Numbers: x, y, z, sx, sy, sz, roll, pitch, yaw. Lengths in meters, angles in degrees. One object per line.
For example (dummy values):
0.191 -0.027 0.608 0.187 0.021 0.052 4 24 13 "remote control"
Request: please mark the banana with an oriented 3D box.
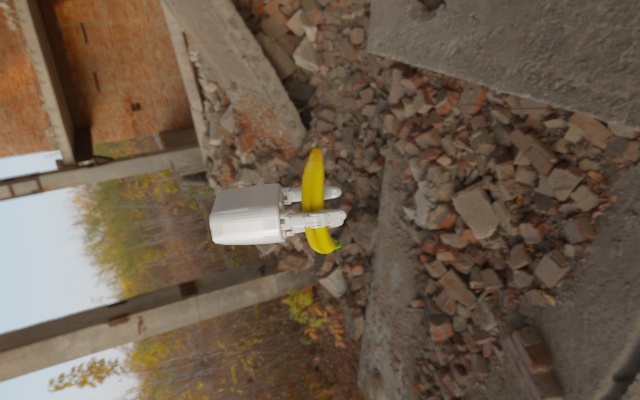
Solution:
-0.005 0.016 0.762 0.037 0.198 0.069 3 35 20 "banana"
